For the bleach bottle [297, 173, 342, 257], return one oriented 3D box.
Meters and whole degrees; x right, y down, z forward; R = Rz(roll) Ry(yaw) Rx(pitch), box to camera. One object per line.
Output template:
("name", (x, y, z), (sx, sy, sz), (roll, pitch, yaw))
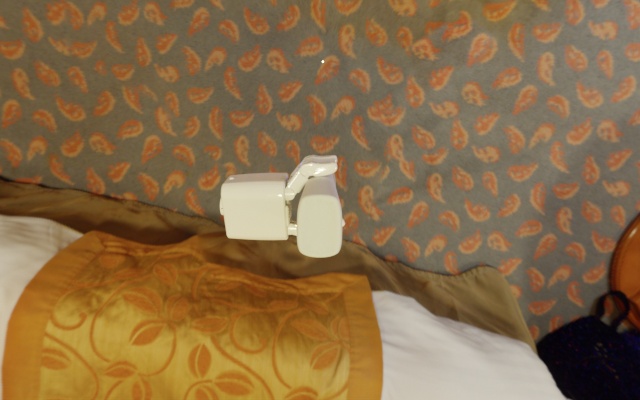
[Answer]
("bleach bottle", (0.000, 0.003, 0.817), (0.068, 0.102, 0.250), (1, 16, 0))
